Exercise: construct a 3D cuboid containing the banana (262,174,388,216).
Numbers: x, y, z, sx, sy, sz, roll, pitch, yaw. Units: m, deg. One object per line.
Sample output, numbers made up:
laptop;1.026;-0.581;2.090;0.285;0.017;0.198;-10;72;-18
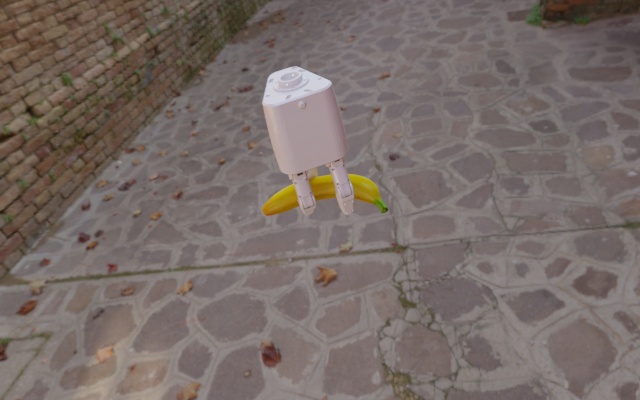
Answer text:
banana;0.006;-0.010;0.748;0.198;0.037;0.069;-3;42;13
